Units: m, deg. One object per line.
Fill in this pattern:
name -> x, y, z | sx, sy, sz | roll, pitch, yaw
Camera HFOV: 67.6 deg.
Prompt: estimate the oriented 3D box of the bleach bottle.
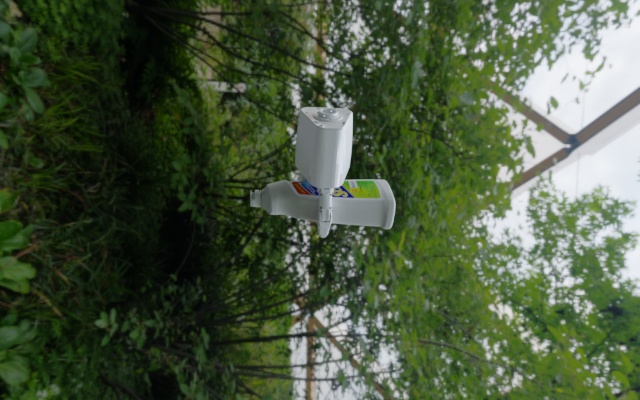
bleach bottle -> 0.000, 0.003, 0.860 | 0.251, 0.068, 0.102 | 1, 31, -6
